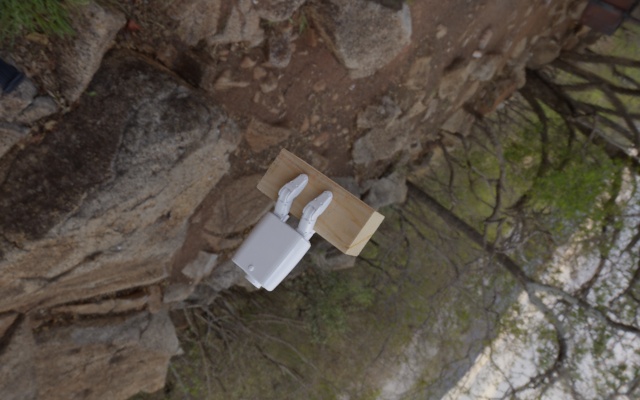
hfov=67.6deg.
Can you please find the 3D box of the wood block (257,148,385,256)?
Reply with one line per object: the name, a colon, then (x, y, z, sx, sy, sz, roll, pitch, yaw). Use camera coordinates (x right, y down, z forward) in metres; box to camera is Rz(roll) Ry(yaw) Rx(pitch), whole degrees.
wood block: (0.000, 0.003, 0.863, 0.206, 0.090, 0.091, 36, 3, 20)
